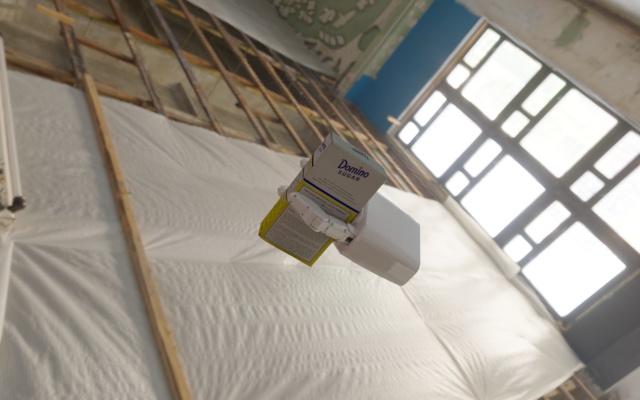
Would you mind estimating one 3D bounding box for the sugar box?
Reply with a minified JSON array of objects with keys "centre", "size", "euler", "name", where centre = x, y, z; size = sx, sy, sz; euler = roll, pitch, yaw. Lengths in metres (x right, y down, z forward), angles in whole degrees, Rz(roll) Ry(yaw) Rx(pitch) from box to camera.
[{"centre":[0.000,0.002,0.653],"size":[0.093,0.176,0.048],"euler":[32,23,-18],"name":"sugar box"}]
